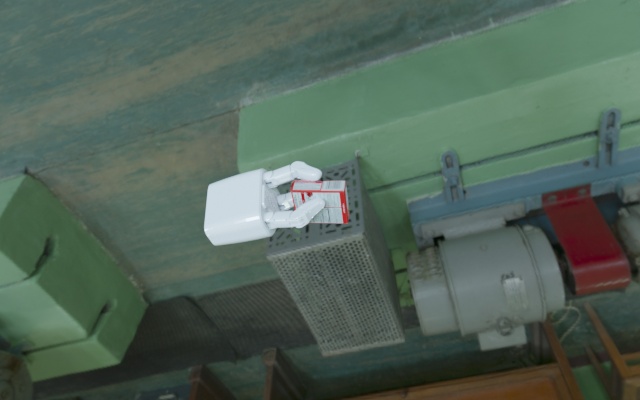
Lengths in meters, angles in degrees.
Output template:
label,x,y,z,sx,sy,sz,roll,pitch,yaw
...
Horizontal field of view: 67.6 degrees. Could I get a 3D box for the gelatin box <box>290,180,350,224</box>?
label,x,y,z,sx,sy,sz,roll,pitch,yaw
gelatin box,0.000,0.003,0.780,0.089,0.073,0.030,0,42,11
